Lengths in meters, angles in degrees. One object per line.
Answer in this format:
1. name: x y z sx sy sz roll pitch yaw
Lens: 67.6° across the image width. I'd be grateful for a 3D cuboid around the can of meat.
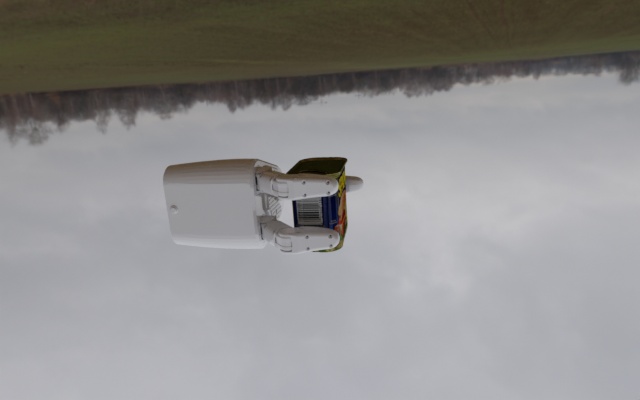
1. can of meat: 0.000 0.002 0.529 0.057 0.084 0.102 -1 15 9
